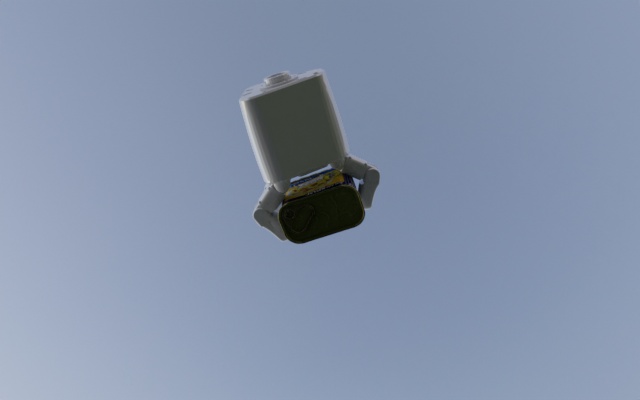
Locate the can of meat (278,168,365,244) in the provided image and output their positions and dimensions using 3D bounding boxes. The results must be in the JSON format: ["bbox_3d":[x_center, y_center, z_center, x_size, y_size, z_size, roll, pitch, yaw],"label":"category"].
[{"bbox_3d":[0.000,0.002,0.607,0.102,0.057,0.084,-18,22,6],"label":"can of meat"}]
